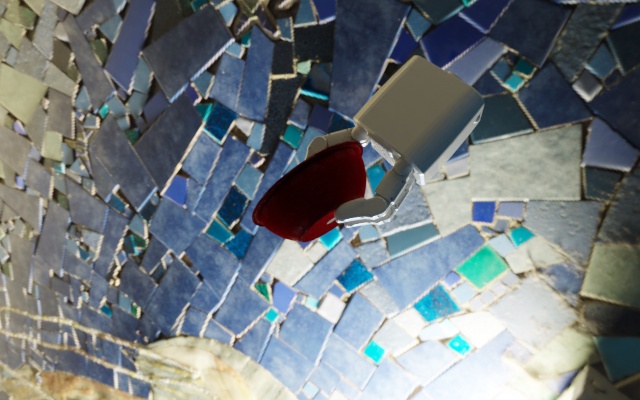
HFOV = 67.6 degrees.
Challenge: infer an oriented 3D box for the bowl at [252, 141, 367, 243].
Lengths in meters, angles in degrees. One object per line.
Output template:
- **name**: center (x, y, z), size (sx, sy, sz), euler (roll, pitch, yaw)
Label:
- **bowl**: center (-0.001, 0.003, 0.574), size (0.162, 0.055, 0.162), euler (-33, -15, -10)
